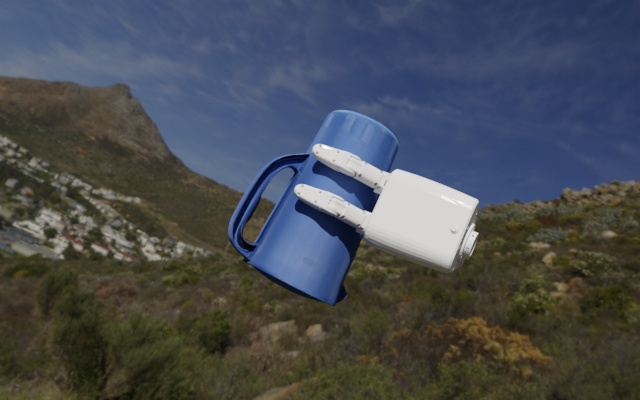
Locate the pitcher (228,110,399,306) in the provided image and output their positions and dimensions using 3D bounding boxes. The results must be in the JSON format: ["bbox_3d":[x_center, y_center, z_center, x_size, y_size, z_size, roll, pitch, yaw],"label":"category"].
[{"bbox_3d":[0.000,0.002,0.632,0.145,0.243,0.149,22,-11,25],"label":"pitcher"}]
